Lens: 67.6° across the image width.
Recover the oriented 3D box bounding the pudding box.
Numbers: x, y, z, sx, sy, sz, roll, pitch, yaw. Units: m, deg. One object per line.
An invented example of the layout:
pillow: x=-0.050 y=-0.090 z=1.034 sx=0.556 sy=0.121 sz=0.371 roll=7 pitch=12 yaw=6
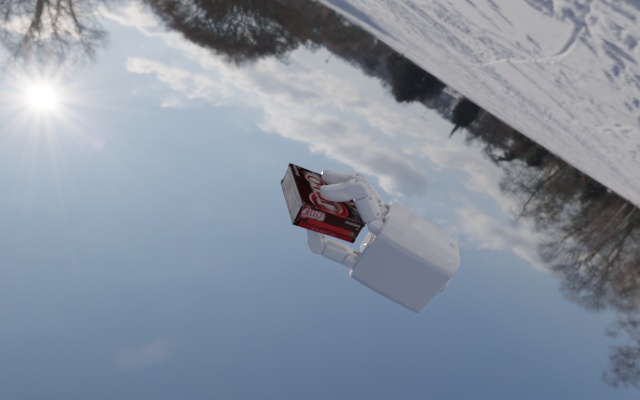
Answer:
pudding box: x=0.000 y=0.002 z=0.630 sx=0.090 sy=0.039 sz=0.113 roll=20 pitch=22 yaw=-24
